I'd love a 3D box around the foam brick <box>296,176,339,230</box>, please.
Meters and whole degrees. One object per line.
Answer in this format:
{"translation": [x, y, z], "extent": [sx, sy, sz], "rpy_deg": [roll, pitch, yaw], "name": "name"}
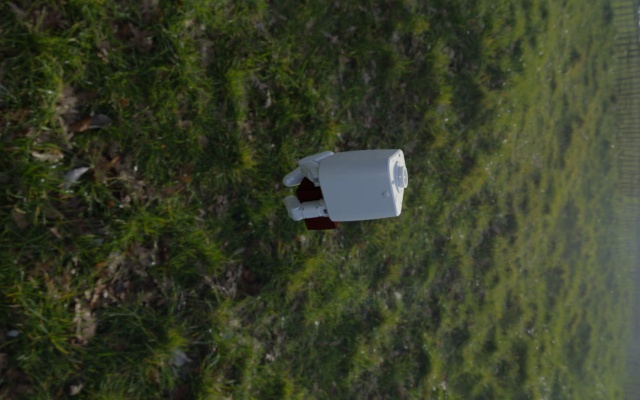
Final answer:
{"translation": [0.000, 0.003, 0.772], "extent": [0.051, 0.078, 0.053], "rpy_deg": [-4, 31, 21], "name": "foam brick"}
